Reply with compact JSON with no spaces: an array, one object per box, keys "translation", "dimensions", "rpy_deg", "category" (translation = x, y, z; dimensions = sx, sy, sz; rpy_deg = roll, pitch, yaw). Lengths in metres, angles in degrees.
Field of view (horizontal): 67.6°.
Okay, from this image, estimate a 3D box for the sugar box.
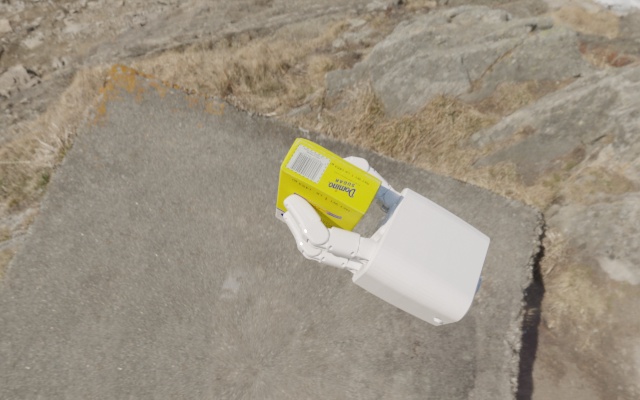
[{"translation":[0.000,0.002,0.529],"dimensions":[0.093,0.048,0.176],"rpy_deg":[29,-21,3],"category":"sugar box"}]
